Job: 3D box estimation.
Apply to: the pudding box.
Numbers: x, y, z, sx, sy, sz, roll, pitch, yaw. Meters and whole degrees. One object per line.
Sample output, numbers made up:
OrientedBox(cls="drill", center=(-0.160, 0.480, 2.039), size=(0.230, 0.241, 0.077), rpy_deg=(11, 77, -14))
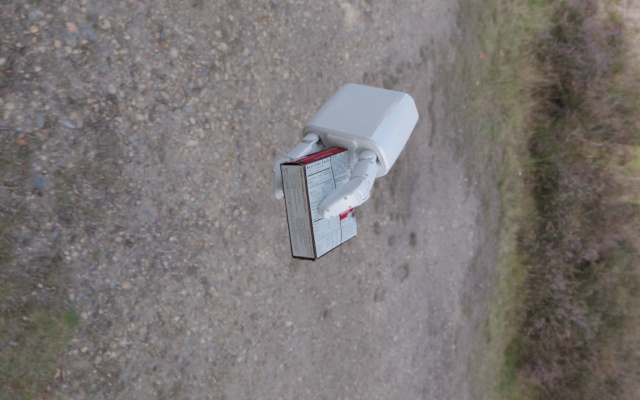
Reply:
OrientedBox(cls="pudding box", center=(0.000, 0.002, 0.549), size=(0.039, 0.113, 0.090), rpy_deg=(2, 16, 37))
